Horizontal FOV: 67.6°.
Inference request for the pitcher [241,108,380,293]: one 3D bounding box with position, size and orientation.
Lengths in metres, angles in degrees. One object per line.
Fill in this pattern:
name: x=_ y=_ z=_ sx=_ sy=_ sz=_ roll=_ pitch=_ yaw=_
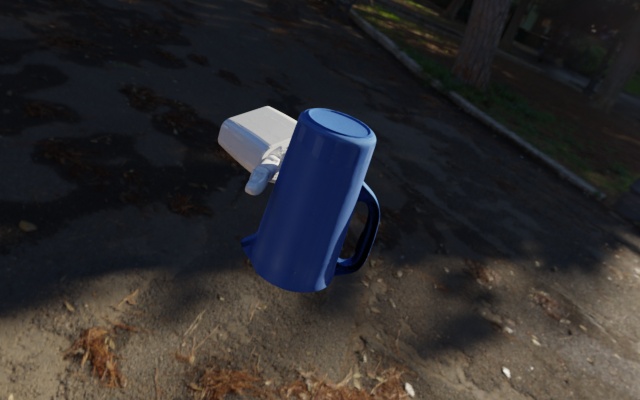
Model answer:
pitcher: x=0.000 y=0.002 z=0.681 sx=0.145 sy=0.243 sz=0.149 roll=37 pitch=31 yaw=31
